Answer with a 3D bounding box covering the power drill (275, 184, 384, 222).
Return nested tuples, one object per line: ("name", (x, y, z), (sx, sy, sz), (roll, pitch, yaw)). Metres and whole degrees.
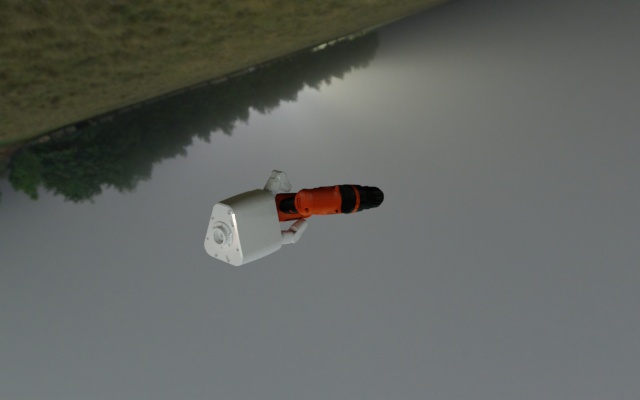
("power drill", (0.000, 0.003, 0.895), (0.184, 0.057, 0.187), (-2, -5, -35))
